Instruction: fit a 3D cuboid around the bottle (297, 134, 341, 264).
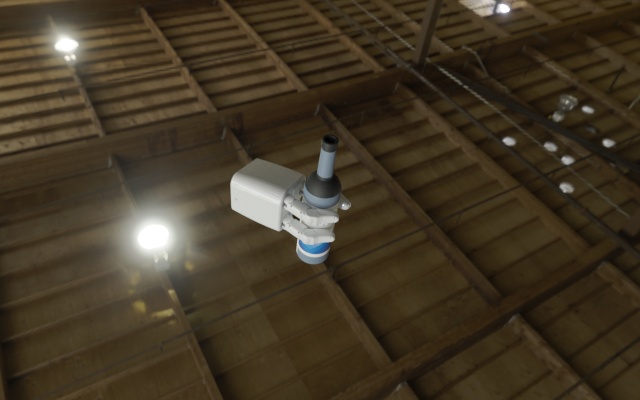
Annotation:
[{"bbox_3d":[0.000,0.003,0.871,0.069,0.069,0.296,0,-43,-9],"label":"bottle"}]
